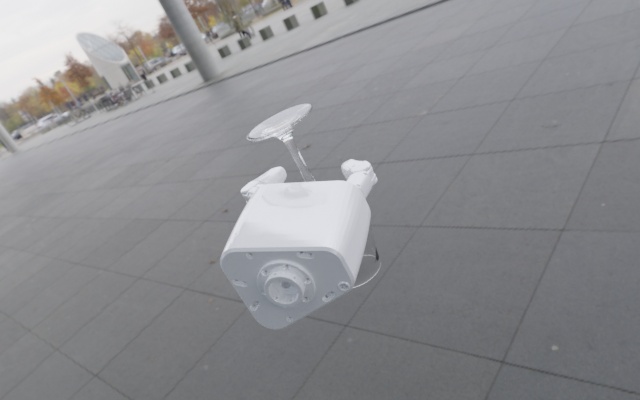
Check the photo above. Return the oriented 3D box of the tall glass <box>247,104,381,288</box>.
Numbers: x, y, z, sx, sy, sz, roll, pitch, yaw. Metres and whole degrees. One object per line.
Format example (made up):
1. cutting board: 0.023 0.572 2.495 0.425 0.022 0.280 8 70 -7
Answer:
1. tall glass: 0.000 0.001 0.521 0.079 0.201 0.079 -23 24 11
